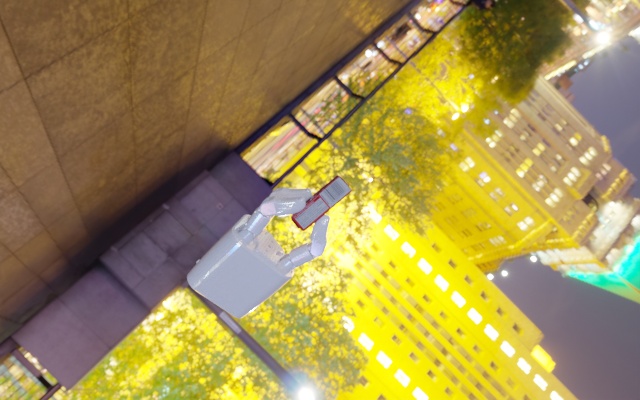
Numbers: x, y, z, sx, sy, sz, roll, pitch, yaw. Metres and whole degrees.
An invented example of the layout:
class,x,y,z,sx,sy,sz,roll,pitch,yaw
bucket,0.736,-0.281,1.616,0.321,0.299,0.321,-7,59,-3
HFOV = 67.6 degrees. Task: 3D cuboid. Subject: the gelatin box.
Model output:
class,x,y,z,sx,sy,sz,roll,pitch,yaw
gelatin box,0.001,0.002,0.670,0.089,0.030,0.073,-40,2,3
